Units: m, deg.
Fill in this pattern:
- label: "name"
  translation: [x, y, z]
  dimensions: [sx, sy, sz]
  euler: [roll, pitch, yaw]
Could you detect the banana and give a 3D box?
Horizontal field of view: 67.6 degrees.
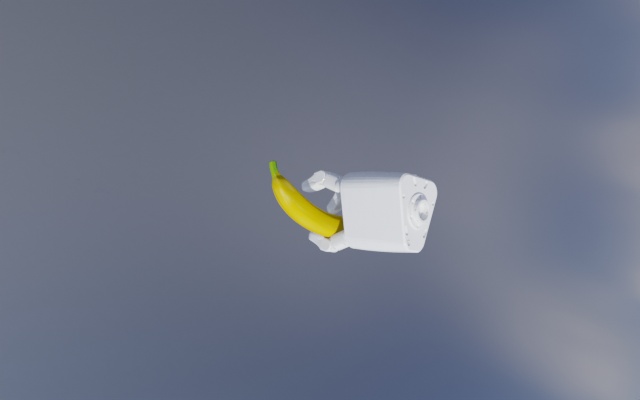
- label: "banana"
  translation: [-0.007, 0.016, 0.736]
  dimensions: [0.037, 0.069, 0.198]
  euler: [-14, -41, 44]
